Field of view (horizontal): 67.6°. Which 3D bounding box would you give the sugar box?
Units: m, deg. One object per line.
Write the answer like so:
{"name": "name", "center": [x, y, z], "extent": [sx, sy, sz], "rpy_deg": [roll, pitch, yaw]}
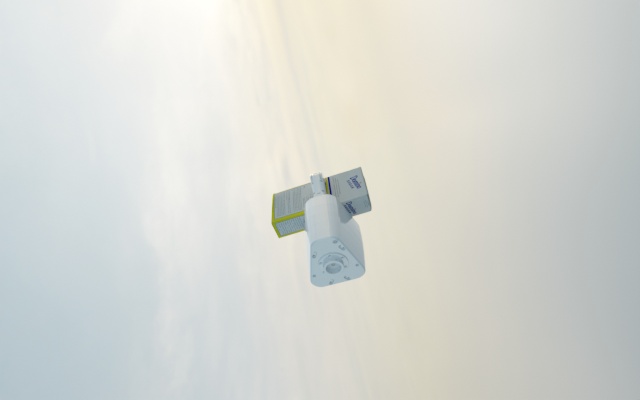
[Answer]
{"name": "sugar box", "center": [0.000, 0.003, 0.863], "extent": [0.176, 0.048, 0.093], "rpy_deg": [-14, 37, 7]}
